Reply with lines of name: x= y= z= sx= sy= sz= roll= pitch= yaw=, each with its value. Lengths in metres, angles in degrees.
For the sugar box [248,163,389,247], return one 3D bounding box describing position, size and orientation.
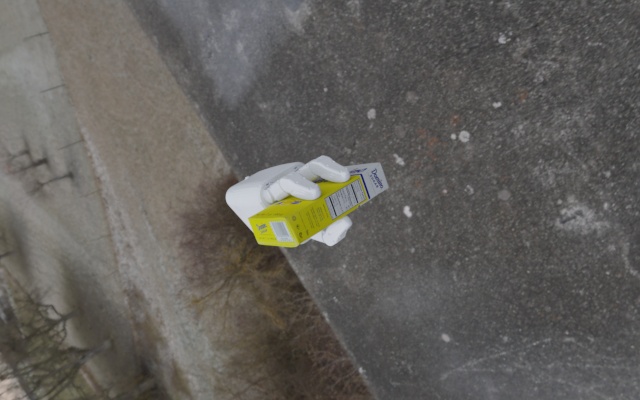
sugar box: x=0.000 y=0.002 z=0.643 sx=0.176 sy=0.048 sz=0.093 roll=-34 pitch=19 yaw=-34
